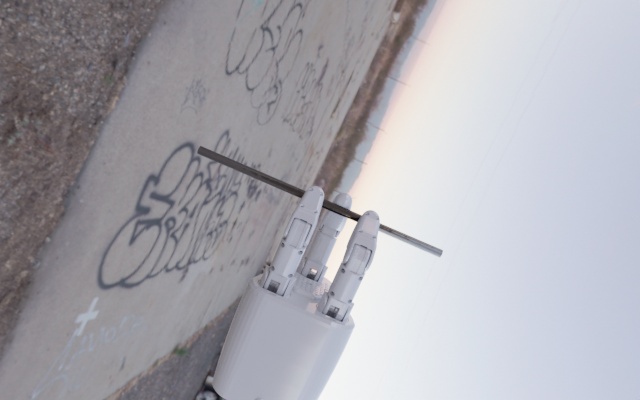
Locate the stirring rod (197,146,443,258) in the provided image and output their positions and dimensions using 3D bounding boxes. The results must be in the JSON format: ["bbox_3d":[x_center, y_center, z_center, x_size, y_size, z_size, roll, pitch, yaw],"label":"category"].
[{"bbox_3d":[0.000,0.001,0.436,0.239,0.011,0.011,23,0,-1],"label":"stirring rod"}]
